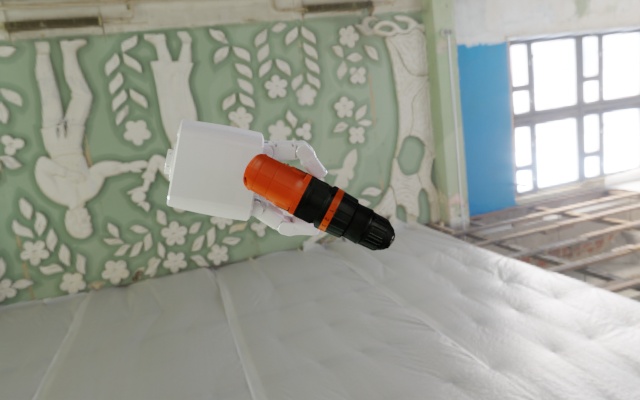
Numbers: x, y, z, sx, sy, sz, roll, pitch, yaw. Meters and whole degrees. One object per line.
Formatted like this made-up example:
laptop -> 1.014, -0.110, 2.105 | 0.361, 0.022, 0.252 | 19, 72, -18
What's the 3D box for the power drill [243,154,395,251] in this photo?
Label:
power drill -> 0.000, 0.002, 0.606 | 0.184, 0.057, 0.187 | 29, 0, -1
